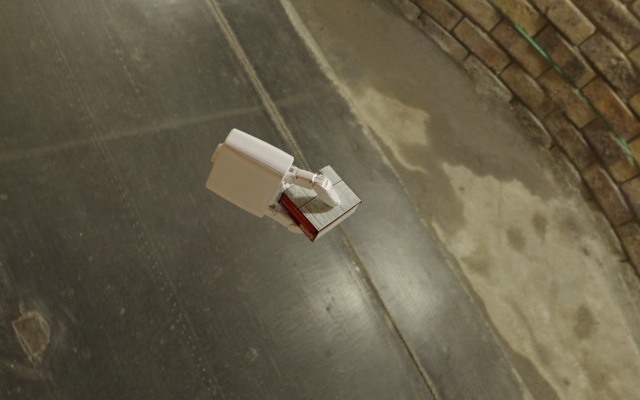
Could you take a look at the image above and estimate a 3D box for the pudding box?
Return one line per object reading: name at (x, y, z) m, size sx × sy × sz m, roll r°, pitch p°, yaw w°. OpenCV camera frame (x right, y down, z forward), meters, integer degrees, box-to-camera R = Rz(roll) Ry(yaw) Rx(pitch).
pudding box at (0.000, 0.002, 0.783) m, size 0.113 × 0.090 × 0.039 m, roll -33°, pitch -14°, yaw -34°
